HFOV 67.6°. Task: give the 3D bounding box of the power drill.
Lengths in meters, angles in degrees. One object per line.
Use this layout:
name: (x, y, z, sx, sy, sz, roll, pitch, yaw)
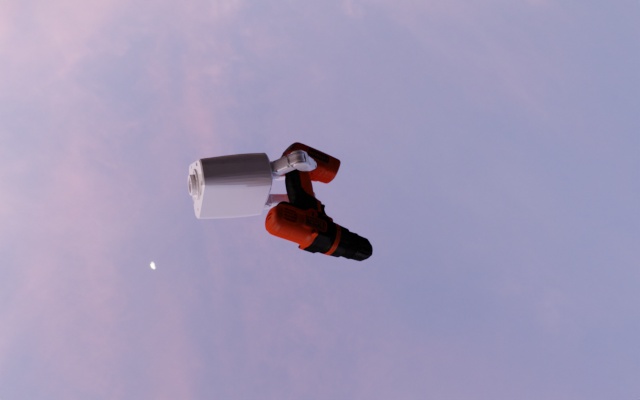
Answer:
power drill: (0.000, 0.002, 0.774, 0.184, 0.187, 0.057, 22, -48, -26)
